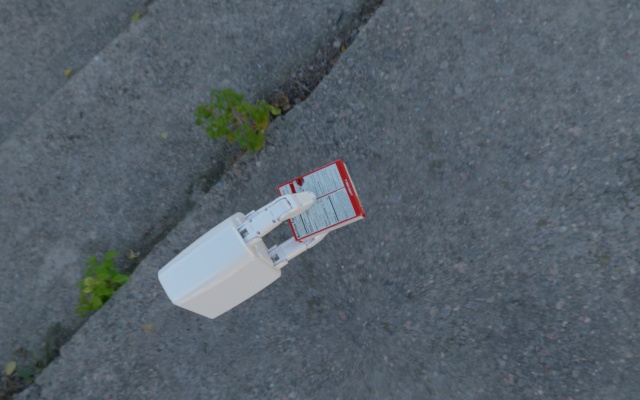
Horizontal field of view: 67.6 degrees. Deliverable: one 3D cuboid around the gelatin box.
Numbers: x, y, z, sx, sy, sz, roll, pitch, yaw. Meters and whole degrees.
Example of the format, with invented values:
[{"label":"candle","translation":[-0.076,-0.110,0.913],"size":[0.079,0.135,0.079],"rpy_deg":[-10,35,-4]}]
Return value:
[{"label":"gelatin box","translation":[0.000,0.002,0.580],"size":[0.089,0.073,0.030],"rpy_deg":[-23,-13,9]}]
